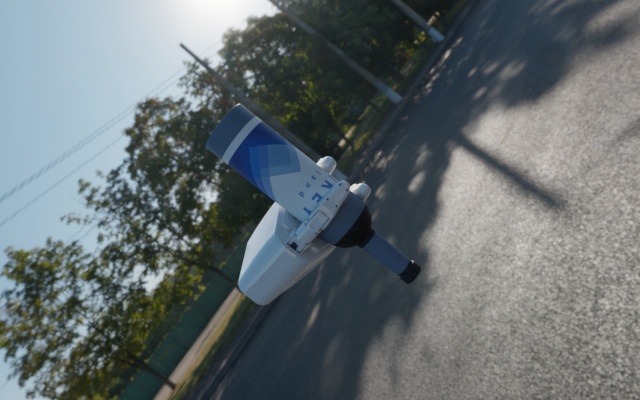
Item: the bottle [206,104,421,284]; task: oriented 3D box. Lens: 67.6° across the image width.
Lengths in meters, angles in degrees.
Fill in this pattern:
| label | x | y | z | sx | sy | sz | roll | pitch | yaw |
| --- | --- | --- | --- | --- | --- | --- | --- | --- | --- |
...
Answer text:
| label | x | y | z | sx | sy | sz | roll | pitch | yaw |
| --- | --- | --- | --- | --- | --- | --- | --- | --- | --- |
| bottle | 0.000 | 0.002 | 0.578 | 0.296 | 0.069 | 0.069 | 38 | -3 | -4 |
